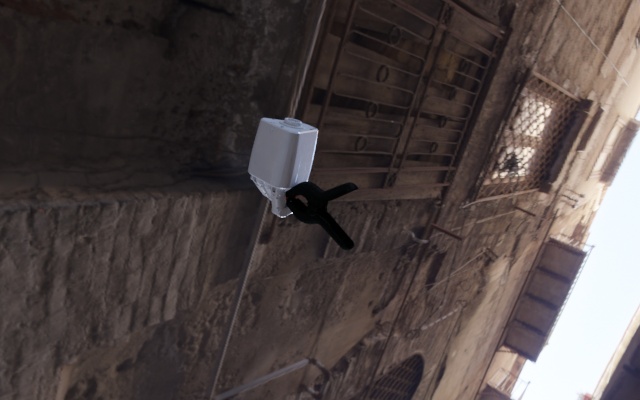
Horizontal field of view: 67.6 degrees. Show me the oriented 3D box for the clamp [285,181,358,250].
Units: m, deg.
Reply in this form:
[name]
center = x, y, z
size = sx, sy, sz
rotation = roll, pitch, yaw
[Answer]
[clamp]
center = 0.000, 0.003, 0.847
size = 0.171, 0.120, 0.039
rotation = 27, 25, 32
